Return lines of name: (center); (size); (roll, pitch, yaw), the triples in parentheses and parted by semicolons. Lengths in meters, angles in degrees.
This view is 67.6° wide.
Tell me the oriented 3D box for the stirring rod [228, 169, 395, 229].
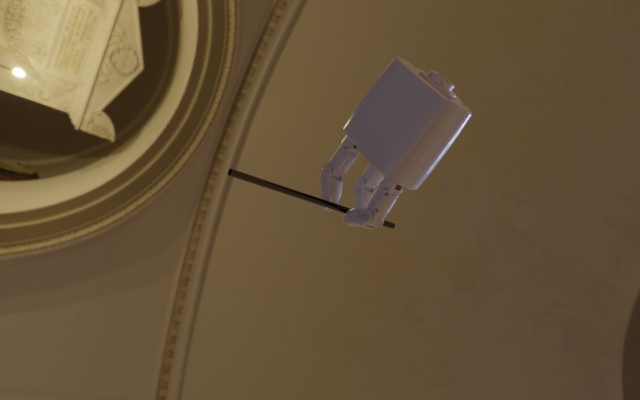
stirring rod: (0.000, 0.002, 0.572); (0.239, 0.011, 0.011); (18, -10, -32)
